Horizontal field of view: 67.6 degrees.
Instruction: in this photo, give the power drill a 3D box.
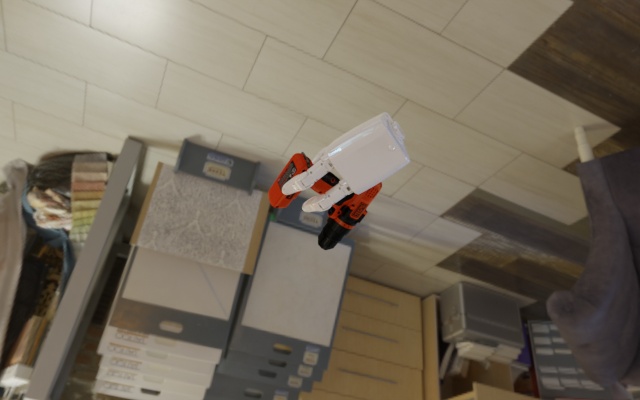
[{"bbox_3d":[0.000,0.003,0.892,0.188,0.184,0.057,21,24,-34],"label":"power drill"}]
